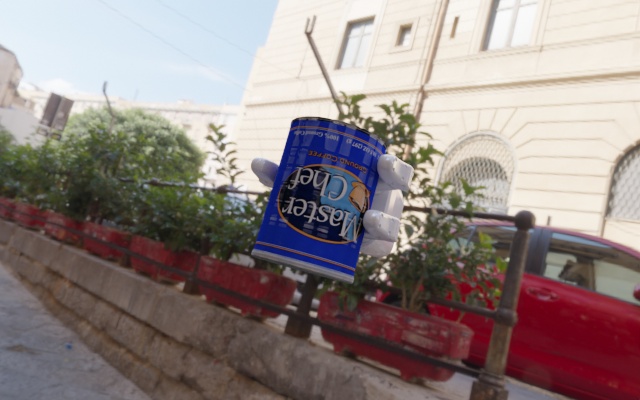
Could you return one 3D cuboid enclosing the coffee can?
[{"bbox_3d":[0.000,0.002,0.476,0.103,0.140,0.103,15,-9,3],"label":"coffee can"}]
